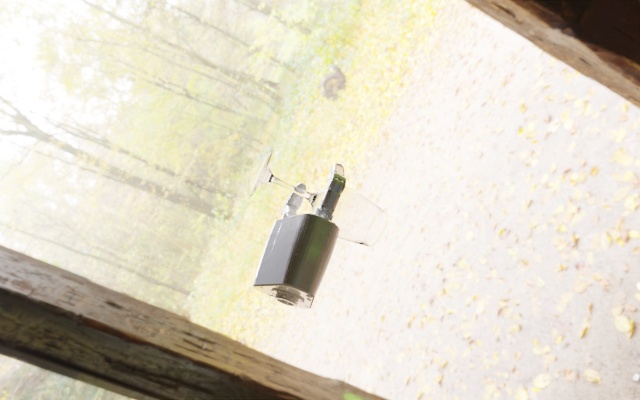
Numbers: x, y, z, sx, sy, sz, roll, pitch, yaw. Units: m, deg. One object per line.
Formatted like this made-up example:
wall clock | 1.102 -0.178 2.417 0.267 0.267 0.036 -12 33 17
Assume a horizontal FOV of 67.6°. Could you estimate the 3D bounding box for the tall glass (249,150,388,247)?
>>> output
tall glass | 0.000 0.002 0.715 0.201 0.079 0.079 25 -6 -13
